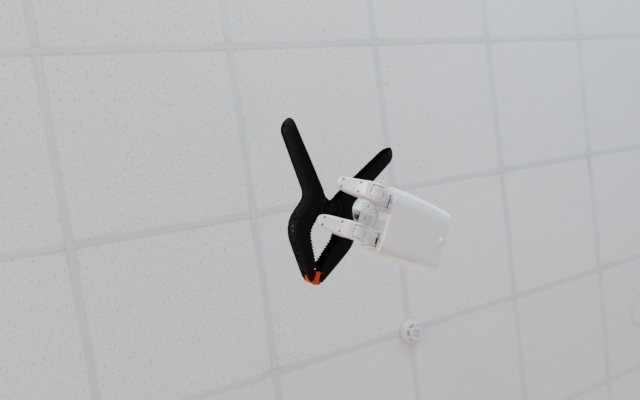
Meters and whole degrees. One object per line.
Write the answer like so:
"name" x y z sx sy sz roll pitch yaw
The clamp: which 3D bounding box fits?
"clamp" 0.000 0.003 0.626 0.164 0.210 0.036 20 -7 -23
